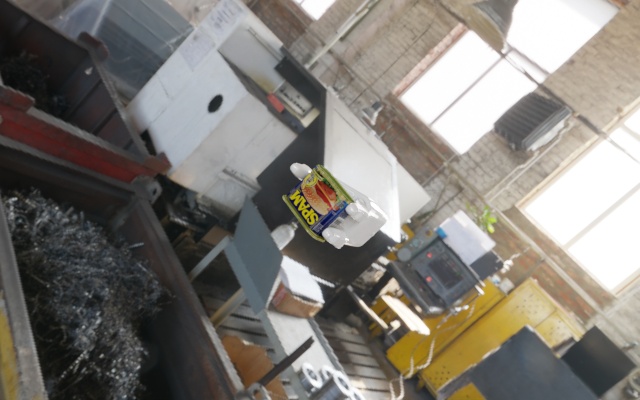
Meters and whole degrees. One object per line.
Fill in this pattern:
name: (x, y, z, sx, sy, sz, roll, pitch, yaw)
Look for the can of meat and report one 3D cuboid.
can of meat: (0.000, 0.002, 0.790, 0.102, 0.084, 0.057, 52, 11, 30)
